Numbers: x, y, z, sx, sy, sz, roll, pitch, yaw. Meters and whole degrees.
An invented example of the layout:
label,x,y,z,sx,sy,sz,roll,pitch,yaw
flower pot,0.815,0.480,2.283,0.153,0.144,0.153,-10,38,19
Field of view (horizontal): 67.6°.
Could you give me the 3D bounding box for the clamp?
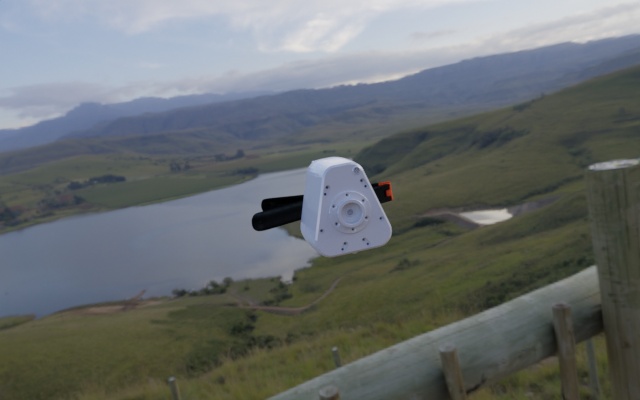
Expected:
label,x,y,z,sx,sy,sz,roll,pitch,yaw
clamp,0.001,0.001,0.713,0.210,0.036,0.164,-11,9,-8
